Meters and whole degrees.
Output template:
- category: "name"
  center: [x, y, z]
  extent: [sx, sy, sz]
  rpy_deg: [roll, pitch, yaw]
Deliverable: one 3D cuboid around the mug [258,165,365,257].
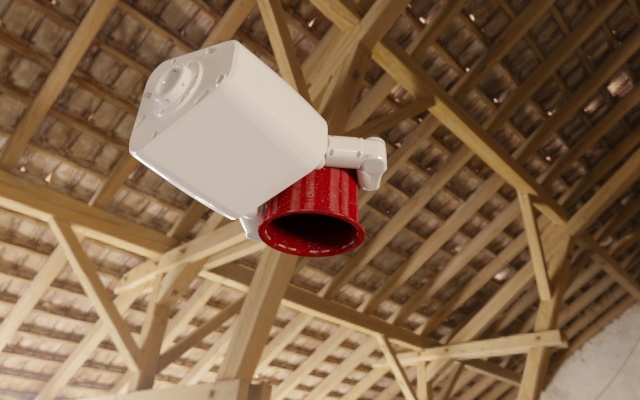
- category: "mug"
  center: [0.001, 0.002, 0.444]
  extent: [0.093, 0.081, 0.117]
  rpy_deg: [-17, -35, 29]
